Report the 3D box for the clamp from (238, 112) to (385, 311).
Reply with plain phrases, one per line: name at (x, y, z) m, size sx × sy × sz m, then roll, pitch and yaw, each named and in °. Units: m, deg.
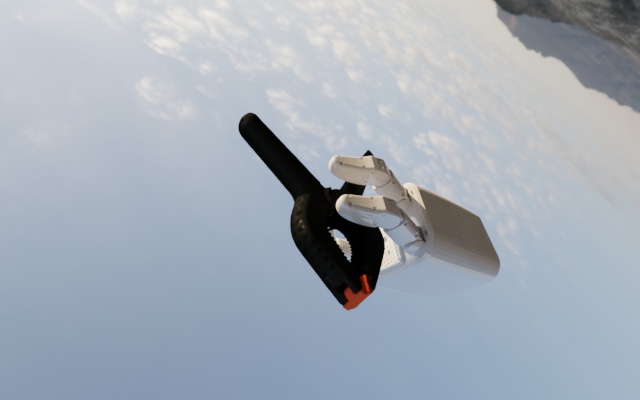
clamp at (0.000, 0.002, 0.450) m, size 0.164 × 0.209 × 0.036 m, roll 17°, pitch -49°, yaw -26°
